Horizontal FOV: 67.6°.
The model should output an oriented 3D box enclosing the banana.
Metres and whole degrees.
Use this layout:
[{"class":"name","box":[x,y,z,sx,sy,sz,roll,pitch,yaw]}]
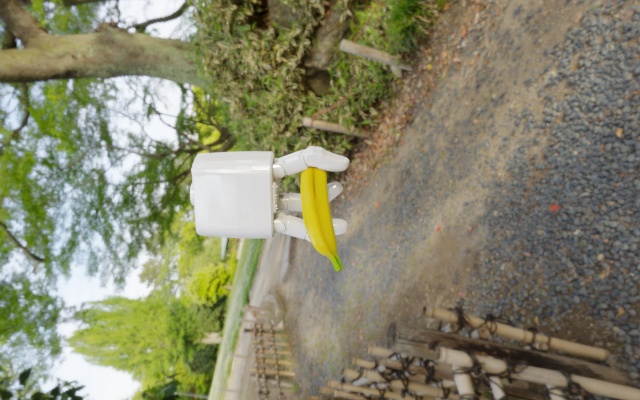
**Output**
[{"class":"banana","box":[-0.004,-0.005,0.639,0.037,0.197,0.070,-12,-35,9]}]
